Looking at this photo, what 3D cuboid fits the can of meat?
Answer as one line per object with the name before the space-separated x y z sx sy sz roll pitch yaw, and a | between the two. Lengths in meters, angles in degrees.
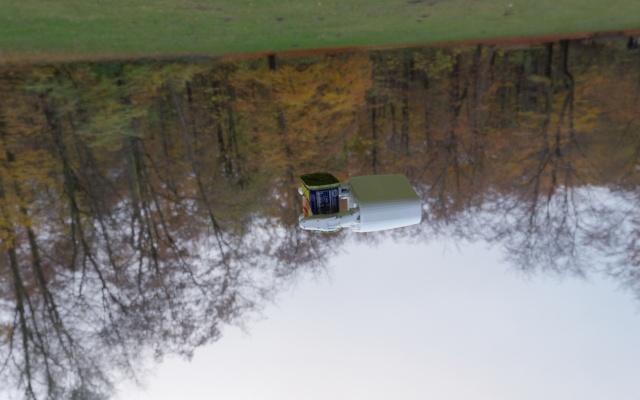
can of meat | 0.000 0.003 0.827 0.057 0.084 0.102 -7 16 -11
